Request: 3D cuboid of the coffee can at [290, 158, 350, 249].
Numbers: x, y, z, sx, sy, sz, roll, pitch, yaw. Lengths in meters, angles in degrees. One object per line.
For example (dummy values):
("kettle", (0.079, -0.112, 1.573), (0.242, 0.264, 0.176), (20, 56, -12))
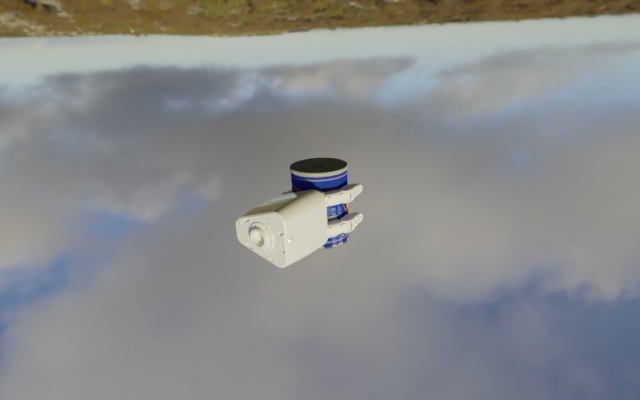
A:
("coffee can", (0.000, 0.003, 0.864), (0.103, 0.140, 0.102), (-3, 20, 1))
